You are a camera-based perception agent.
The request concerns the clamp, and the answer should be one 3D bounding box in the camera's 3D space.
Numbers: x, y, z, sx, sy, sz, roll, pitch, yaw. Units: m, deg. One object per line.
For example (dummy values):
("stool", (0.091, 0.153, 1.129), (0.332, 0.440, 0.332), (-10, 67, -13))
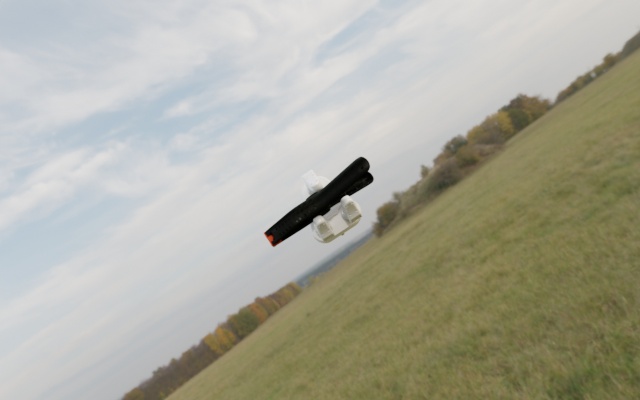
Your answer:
("clamp", (-0.001, 0.002, 0.761), (0.210, 0.036, 0.164), (-34, -10, -2))
